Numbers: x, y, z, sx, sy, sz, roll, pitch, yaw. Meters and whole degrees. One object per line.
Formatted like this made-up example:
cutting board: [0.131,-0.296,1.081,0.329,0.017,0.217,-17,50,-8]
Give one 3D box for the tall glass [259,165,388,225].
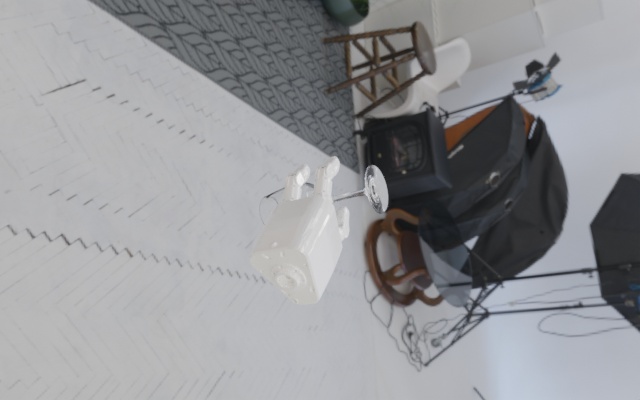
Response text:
tall glass: [0.001,0.002,0.755,0.201,0.079,0.079,-13,-6,30]
